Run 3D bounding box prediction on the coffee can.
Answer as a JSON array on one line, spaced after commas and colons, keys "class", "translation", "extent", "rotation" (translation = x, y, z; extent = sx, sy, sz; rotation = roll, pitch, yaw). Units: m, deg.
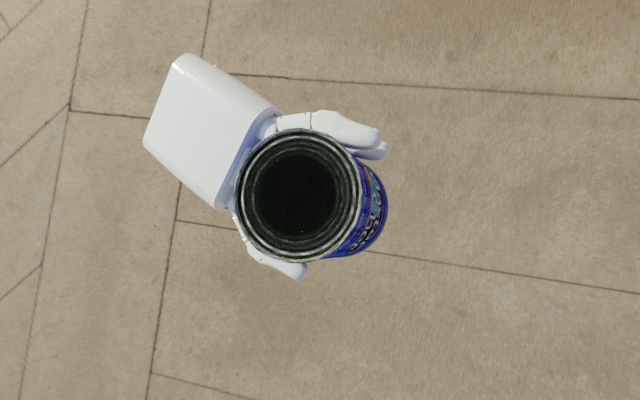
[{"class": "coffee can", "translation": [0.000, 0.002, 0.423], "extent": [0.103, 0.103, 0.140], "rotation": [0, -5, 16]}]
